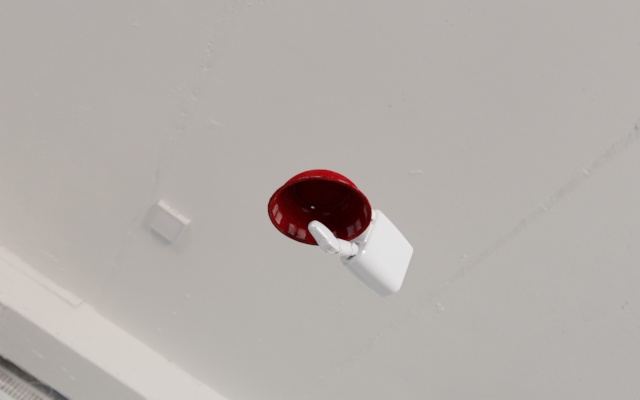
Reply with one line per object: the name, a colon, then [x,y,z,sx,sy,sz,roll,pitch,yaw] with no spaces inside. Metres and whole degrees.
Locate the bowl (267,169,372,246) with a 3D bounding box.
bowl: [-0.001,0.001,0.750,0.162,0.055,0.162,2,-42,2]
